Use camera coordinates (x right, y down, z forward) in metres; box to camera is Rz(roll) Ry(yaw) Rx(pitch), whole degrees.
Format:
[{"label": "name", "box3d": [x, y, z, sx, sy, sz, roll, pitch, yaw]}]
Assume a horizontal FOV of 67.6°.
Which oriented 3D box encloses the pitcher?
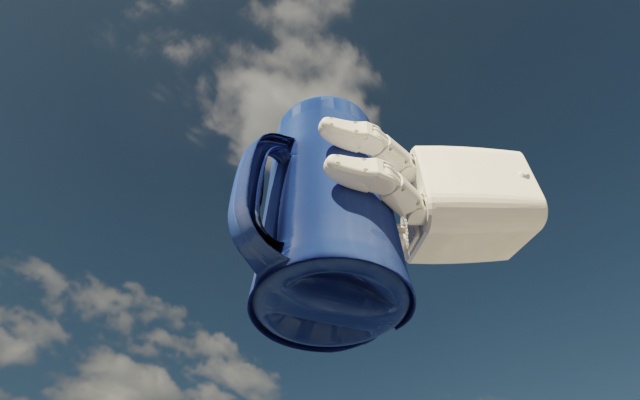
[{"label": "pitcher", "box3d": [0.000, 0.002, 0.450, 0.145, 0.149, 0.242, 0, 44, -2]}]
